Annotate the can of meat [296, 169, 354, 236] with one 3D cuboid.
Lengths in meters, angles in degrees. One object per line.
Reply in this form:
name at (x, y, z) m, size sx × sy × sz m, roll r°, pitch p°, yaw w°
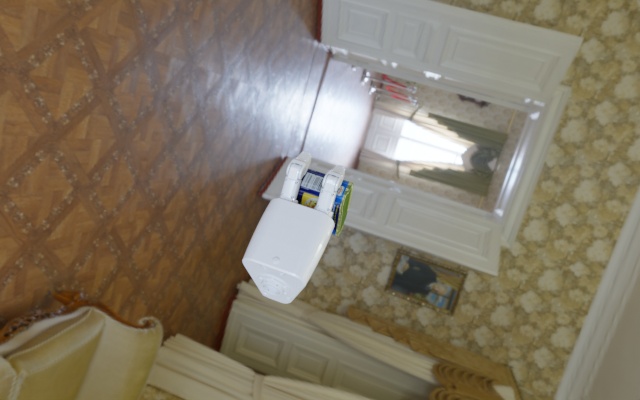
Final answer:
can of meat at (0.000, 0.003, 0.738) m, size 0.084 × 0.057 × 0.102 m, roll 18°, pitch -37°, yaw 10°
